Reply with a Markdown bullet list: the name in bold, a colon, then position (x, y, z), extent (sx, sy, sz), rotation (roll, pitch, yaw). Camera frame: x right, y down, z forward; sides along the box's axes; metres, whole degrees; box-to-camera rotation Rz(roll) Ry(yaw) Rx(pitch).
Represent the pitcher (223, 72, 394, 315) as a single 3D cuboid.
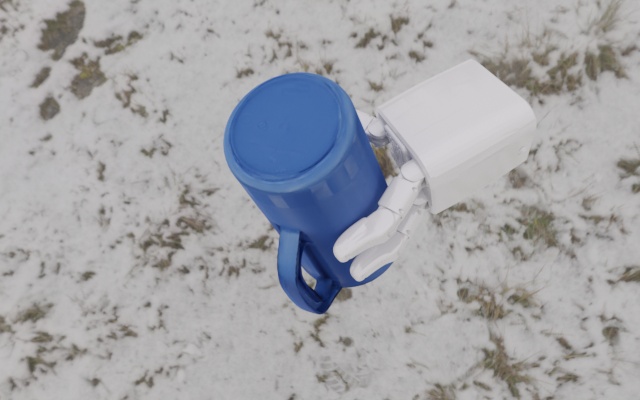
- **pitcher**: position (0.000, 0.001, 0.460), extent (0.145, 0.149, 0.243), rotation (-29, -28, 2)
